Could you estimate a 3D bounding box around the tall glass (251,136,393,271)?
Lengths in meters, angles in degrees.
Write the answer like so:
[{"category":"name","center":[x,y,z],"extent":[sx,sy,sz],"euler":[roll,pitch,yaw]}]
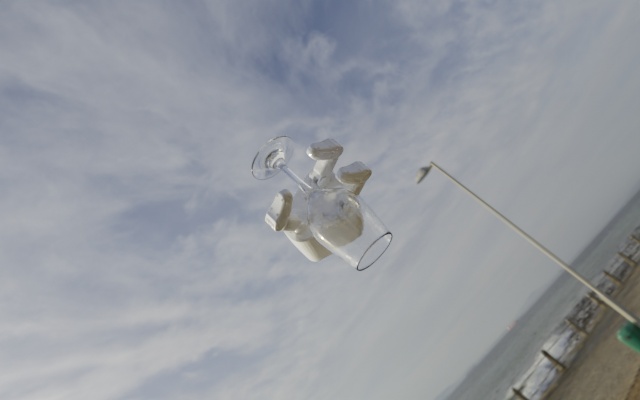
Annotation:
[{"category":"tall glass","center":[0.000,0.002,0.621],"extent":[0.201,0.079,0.079],"euler":[43,21,25]}]
